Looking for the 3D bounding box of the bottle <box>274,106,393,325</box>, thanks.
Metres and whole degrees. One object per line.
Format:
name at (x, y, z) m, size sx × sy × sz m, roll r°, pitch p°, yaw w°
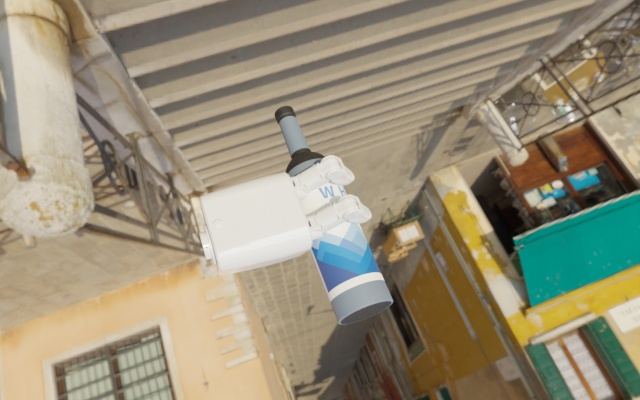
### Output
bottle at (0.000, 0.002, 0.594) m, size 0.069 × 0.295 × 0.069 m, roll -18°, pitch -25°, yaw -9°
